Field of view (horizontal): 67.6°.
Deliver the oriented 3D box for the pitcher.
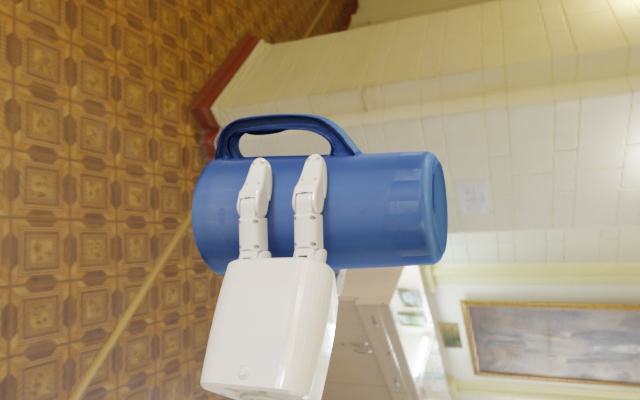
[{"bbox_3d":[0.000,0.002,0.492,0.243,0.145,0.149,-3,-35,22],"label":"pitcher"}]
